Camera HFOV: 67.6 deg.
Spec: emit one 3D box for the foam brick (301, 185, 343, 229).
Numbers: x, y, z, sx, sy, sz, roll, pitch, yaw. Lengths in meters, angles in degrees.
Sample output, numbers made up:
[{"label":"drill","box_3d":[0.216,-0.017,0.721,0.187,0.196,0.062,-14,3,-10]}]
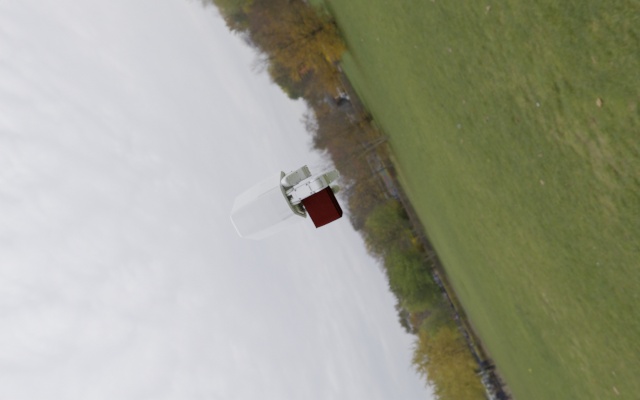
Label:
[{"label":"foam brick","box_3d":[0.000,0.003,0.853,0.051,0.078,0.053,-27,4,8]}]
